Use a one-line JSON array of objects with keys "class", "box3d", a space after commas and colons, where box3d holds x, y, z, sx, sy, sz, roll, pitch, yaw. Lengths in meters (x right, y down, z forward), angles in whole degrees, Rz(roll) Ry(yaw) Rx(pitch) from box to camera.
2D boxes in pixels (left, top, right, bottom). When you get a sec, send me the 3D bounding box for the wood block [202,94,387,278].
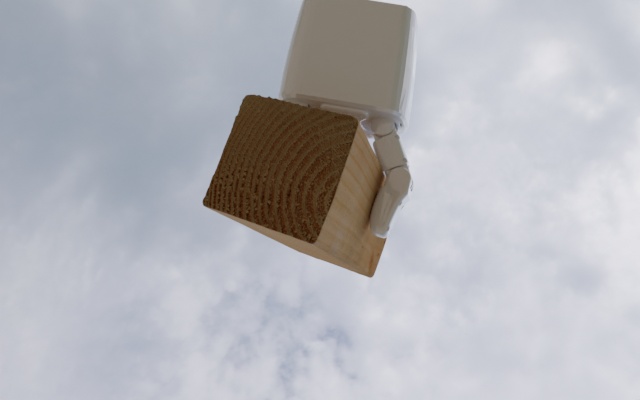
[{"class": "wood block", "box3d": [0.001, 0.001, 0.414, 0.091, 0.090, 0.206, 17, -9, 20]}]
